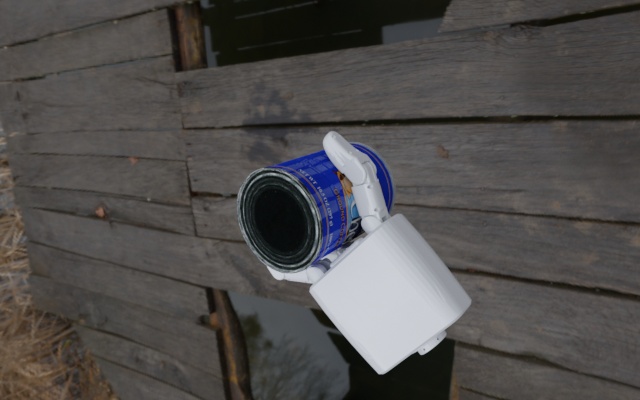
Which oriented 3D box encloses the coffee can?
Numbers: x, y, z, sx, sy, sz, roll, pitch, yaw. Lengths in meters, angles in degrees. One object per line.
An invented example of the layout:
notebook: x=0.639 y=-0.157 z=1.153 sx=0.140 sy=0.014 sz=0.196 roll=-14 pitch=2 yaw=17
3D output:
coffee can: x=0.000 y=0.001 z=0.492 sx=0.103 sy=0.103 sz=0.140 roll=0 pitch=15 yaw=37
